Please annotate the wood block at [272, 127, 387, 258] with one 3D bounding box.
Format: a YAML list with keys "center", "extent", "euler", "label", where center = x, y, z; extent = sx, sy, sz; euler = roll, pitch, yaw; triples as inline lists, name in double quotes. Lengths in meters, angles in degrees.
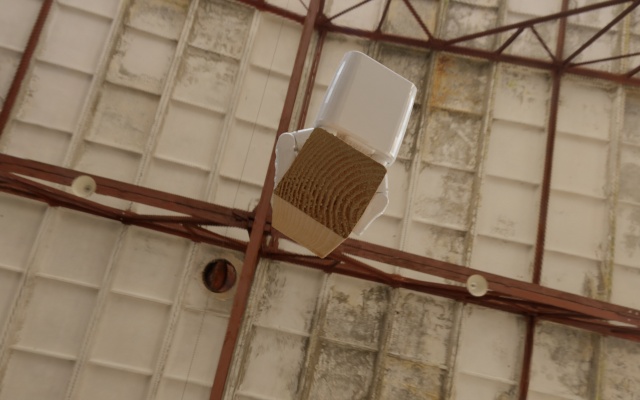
- center: [0.001, 0.002, 0.585]
  extent: [0.091, 0.090, 0.206]
  euler: [32, -13, 1]
  label: "wood block"
